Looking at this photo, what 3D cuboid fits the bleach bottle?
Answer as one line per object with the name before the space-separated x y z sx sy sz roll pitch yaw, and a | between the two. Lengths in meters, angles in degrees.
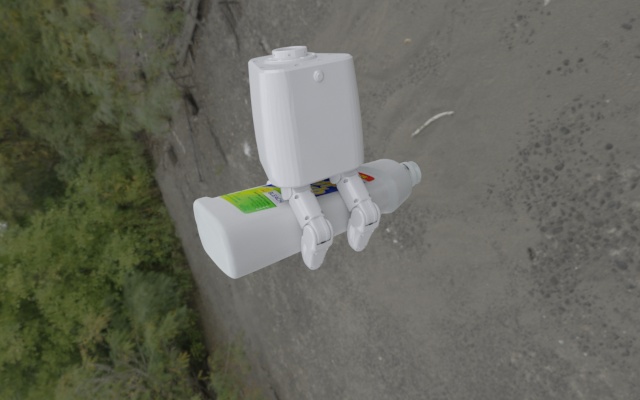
bleach bottle | 0.000 0.002 0.520 0.251 0.068 0.102 -19 26 -26
